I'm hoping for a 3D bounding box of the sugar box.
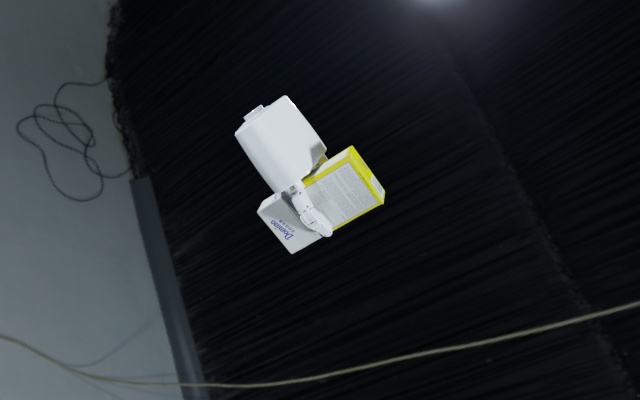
[{"bbox_3d":[0.000,0.002,0.731,0.176,0.093,0.048,-29,19,24],"label":"sugar box"}]
